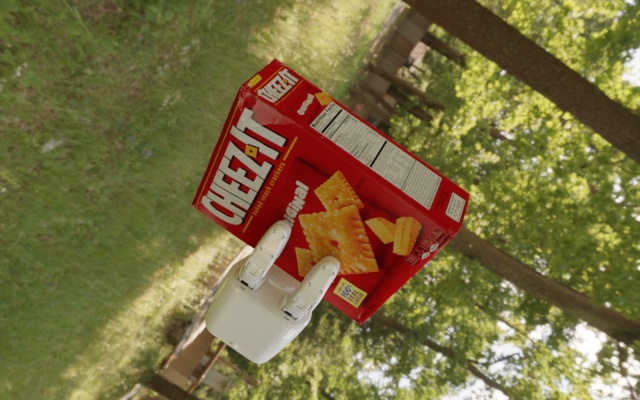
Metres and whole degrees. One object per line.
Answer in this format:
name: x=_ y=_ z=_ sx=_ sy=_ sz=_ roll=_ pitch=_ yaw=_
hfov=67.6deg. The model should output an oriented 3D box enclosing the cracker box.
cracker box: x=0.000 y=0.001 z=0.449 sx=0.213 sy=0.164 sz=0.072 roll=35 pitch=42 yaw=-1
